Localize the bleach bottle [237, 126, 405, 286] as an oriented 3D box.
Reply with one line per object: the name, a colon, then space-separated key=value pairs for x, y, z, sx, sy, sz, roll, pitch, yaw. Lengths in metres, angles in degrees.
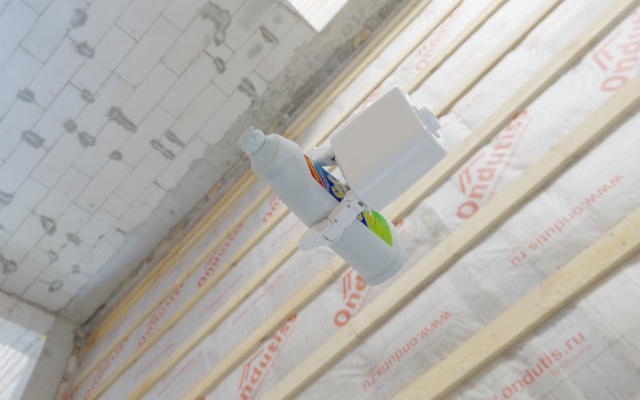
bleach bottle: x=0.000 y=0.002 z=0.597 sx=0.251 sy=0.068 sz=0.102 roll=40 pitch=24 yaw=-27
